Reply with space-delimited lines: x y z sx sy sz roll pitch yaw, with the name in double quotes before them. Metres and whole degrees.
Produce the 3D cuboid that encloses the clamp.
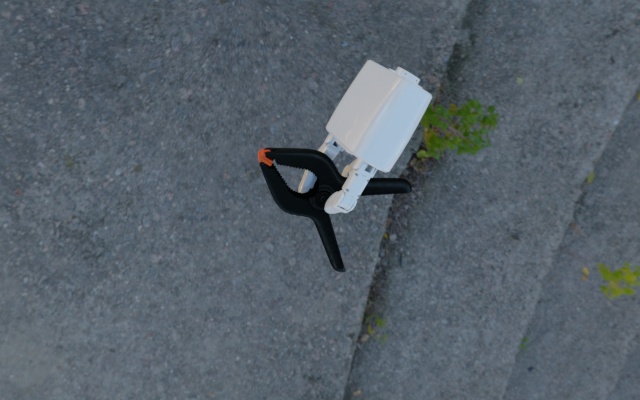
"clamp" 0.000 0.002 0.650 0.210 0.164 0.036 26 15 -19
